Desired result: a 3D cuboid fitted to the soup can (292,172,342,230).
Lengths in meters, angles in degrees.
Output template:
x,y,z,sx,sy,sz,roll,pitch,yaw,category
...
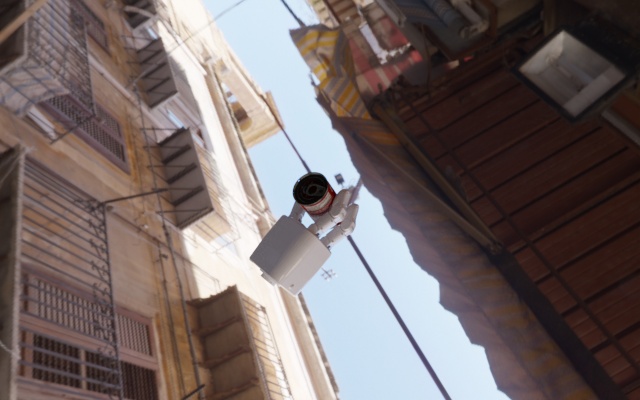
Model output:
x,y,z,sx,sy,sz,roll,pitch,yaw,category
0.000,0.003,0.874,0.068,0.068,0.102,0,-29,25,soup can
